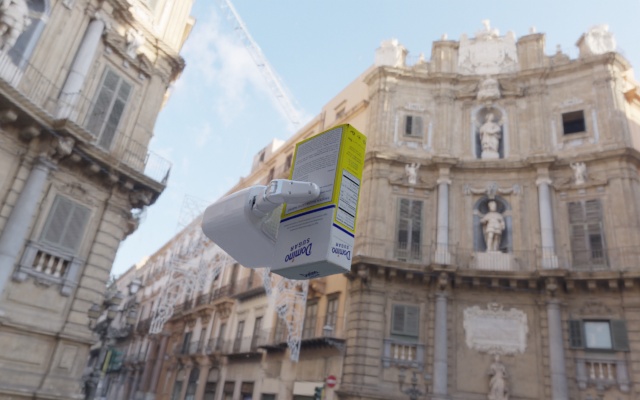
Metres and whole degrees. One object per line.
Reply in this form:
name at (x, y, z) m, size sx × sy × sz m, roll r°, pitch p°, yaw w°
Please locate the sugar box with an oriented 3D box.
sugar box at (0.000, 0.002, 0.561) m, size 0.093 × 0.176 × 0.048 m, roll -16°, pitch -34°, yaw 43°
